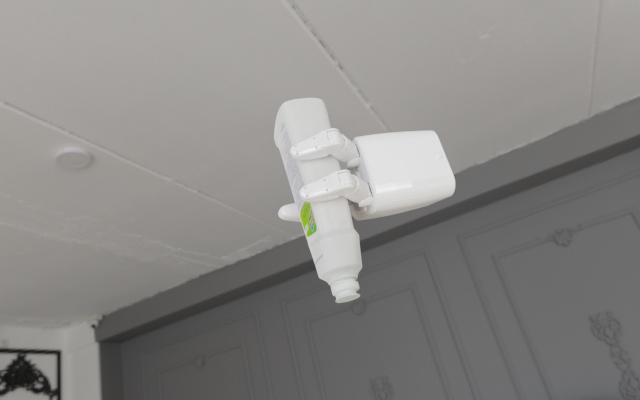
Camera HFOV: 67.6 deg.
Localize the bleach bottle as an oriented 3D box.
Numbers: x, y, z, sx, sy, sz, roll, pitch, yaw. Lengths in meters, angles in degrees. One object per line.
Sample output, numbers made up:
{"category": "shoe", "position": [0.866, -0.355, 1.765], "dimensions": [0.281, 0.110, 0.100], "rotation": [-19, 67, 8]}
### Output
{"category": "bleach bottle", "position": [0.000, 0.002, 0.585], "dimensions": [0.068, 0.250, 0.103], "rotation": [-9, -25, -13]}
